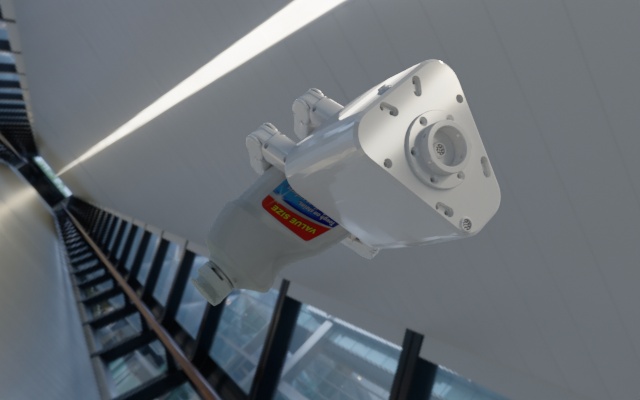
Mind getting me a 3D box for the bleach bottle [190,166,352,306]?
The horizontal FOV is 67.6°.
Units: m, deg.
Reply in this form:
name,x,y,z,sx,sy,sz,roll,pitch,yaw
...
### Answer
name,x,y,z,sx,sy,sz,roll,pitch,yaw
bleach bottle,0.000,0.001,0.419,0.250,0.102,0.068,-41,10,-23
